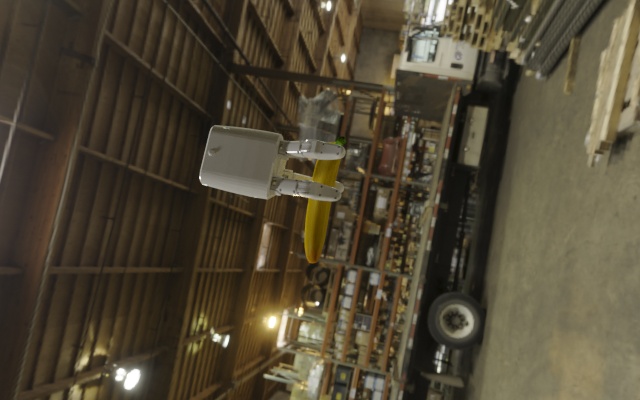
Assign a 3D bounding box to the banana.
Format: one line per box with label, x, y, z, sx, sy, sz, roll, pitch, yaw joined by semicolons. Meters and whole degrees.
banana;0.001;-0.005;0.729;0.037;0.198;0.069;11;14;-2
